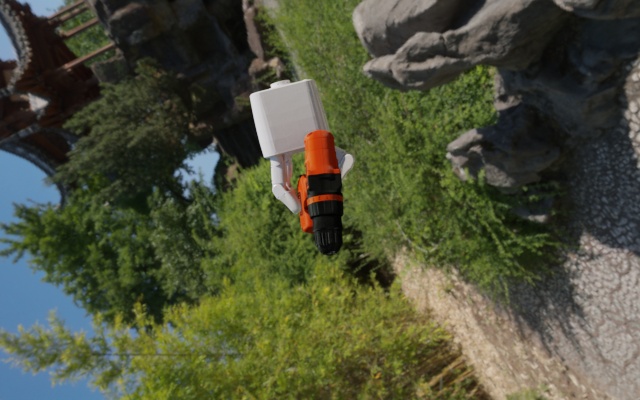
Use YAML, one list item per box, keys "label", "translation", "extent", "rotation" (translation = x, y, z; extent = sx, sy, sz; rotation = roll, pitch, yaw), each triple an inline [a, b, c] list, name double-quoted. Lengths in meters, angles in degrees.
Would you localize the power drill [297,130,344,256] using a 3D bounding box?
- label: "power drill"
  translation: [0.000, 0.002, 0.758]
  extent: [0.057, 0.184, 0.188]
  rotation: [-2, -12, -8]
